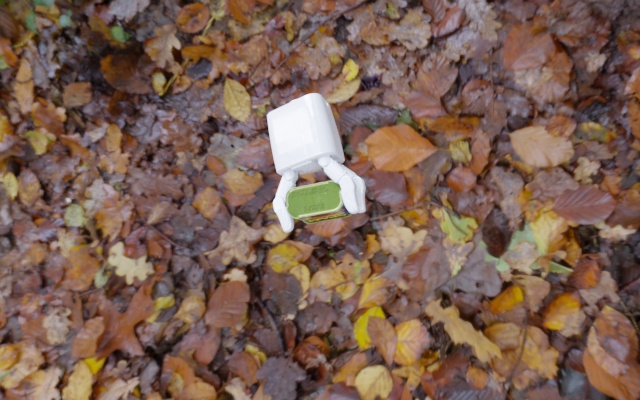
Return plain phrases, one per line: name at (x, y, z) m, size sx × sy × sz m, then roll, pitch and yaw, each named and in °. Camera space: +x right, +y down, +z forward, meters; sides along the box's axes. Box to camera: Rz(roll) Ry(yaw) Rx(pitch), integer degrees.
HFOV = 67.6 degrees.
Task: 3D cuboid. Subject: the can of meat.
can of meat at (0.000, 0.003, 0.799) m, size 0.102 × 0.057 × 0.084 m, roll -11°, pitch -9°, yaw 14°
